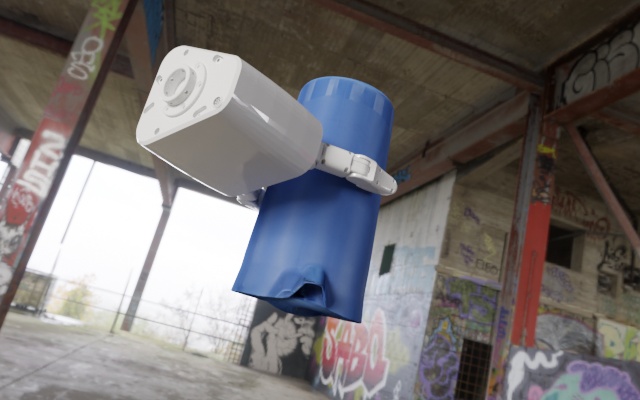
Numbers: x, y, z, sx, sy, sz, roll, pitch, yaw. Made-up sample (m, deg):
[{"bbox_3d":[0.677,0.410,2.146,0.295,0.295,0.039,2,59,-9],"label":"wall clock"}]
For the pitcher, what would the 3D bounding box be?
[{"bbox_3d":[0.000,0.002,0.514,0.149,0.242,0.145,3,-19,38],"label":"pitcher"}]
